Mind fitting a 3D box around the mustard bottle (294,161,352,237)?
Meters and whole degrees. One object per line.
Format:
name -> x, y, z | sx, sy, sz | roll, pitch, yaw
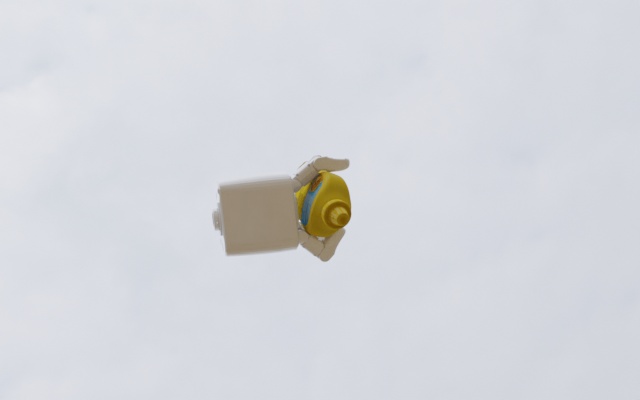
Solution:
mustard bottle -> 0.000, 0.002, 0.718 | 0.058, 0.096, 0.191 | 19, 7, -22
